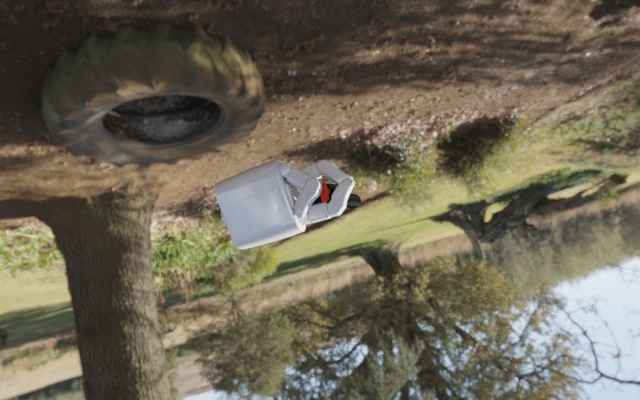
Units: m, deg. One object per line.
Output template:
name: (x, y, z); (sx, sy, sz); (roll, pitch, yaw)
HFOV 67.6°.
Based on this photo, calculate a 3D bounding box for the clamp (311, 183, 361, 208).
clamp: (0.000, 0.003, 0.796); (0.120, 0.039, 0.171); (-19, -13, 9)
